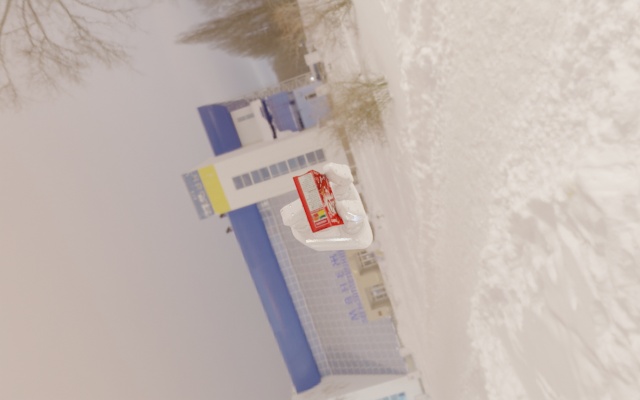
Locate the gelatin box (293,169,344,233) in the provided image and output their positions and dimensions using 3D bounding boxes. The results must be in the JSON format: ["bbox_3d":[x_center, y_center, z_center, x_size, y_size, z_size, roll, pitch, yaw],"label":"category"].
[{"bbox_3d":[0.000,0.002,0.610,0.030,0.073,0.089,-21,-6,11],"label":"gelatin box"}]
